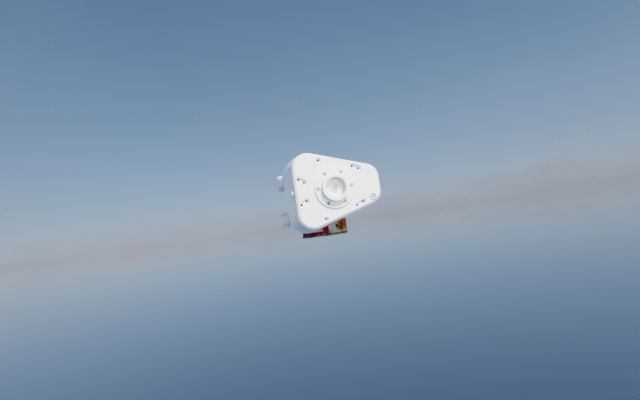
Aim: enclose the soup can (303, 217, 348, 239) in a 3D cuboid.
[{"bbox_3d":[0.000,0.002,0.714,0.068,0.102,0.068,-8,-3,0],"label":"soup can"}]
